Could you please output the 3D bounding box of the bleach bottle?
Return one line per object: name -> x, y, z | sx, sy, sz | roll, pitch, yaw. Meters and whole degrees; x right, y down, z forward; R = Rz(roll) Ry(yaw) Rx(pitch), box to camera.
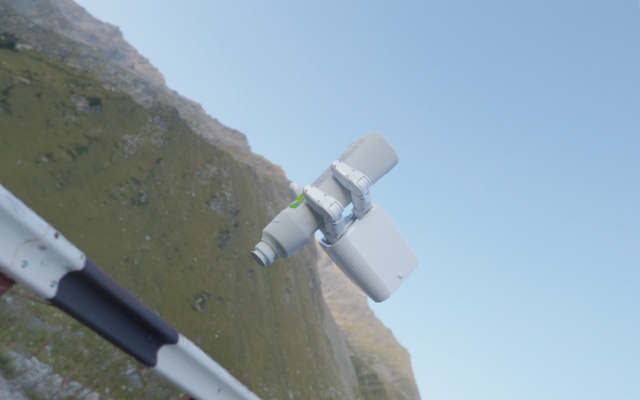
bleach bottle -> 0.000, 0.002, 0.682 | 0.250, 0.068, 0.102 | -42, 7, -24
